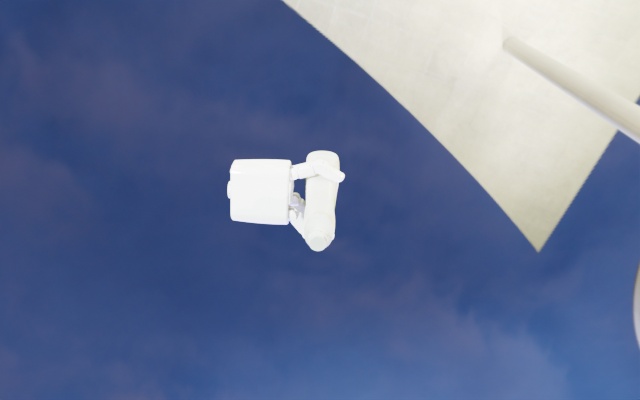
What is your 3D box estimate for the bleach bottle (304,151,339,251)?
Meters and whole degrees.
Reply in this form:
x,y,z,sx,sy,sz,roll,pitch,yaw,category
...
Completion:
x,y,z,sx,sy,sz,roll,pitch,yaw,category
0.000,0.003,0.876,0.068,0.103,0.250,1,28,2,bleach bottle
